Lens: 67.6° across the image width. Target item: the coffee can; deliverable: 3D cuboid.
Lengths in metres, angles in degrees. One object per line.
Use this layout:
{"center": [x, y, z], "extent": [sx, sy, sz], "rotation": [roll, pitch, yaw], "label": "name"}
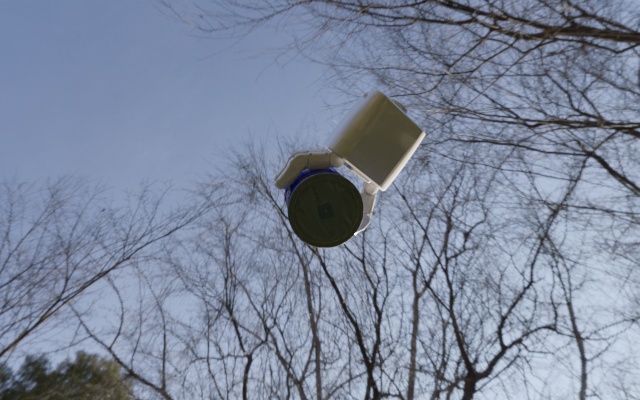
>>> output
{"center": [0.000, 0.003, 0.701], "extent": [0.103, 0.103, 0.140], "rotation": [0, 10, -6], "label": "coffee can"}
